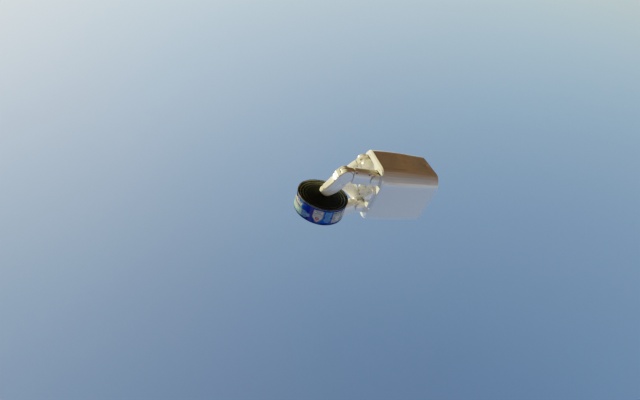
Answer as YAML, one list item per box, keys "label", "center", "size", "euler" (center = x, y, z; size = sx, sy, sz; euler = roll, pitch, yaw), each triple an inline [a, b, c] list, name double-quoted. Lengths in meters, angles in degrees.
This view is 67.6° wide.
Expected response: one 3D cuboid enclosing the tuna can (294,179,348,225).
- label: "tuna can"
  center: [0.000, 0.003, 0.785]
  size: [0.086, 0.034, 0.086]
  euler: [13, 33, -8]
